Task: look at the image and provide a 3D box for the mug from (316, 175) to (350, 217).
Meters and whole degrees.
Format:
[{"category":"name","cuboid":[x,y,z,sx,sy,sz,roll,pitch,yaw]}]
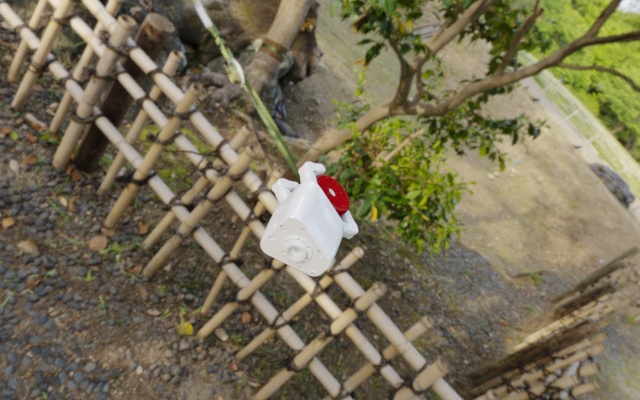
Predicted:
[{"category":"mug","cuboid":[0.001,0.002,0.856,0.081,0.093,0.117,-42,13,31]}]
